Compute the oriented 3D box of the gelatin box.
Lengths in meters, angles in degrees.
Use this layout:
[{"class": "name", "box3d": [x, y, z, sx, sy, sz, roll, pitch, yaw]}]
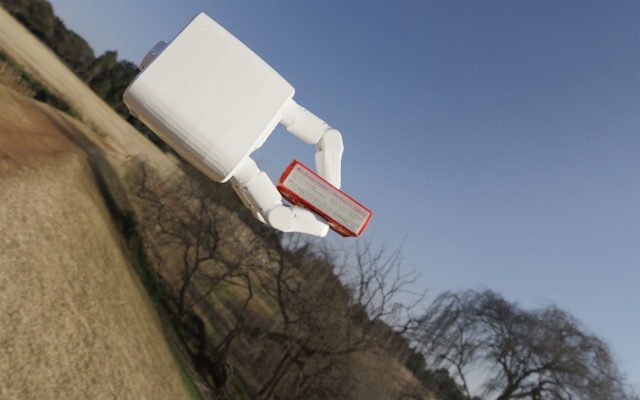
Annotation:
[{"class": "gelatin box", "box3d": [0.001, 0.001, 0.458, 0.089, 0.030, 0.073, 33, -8, -3]}]
